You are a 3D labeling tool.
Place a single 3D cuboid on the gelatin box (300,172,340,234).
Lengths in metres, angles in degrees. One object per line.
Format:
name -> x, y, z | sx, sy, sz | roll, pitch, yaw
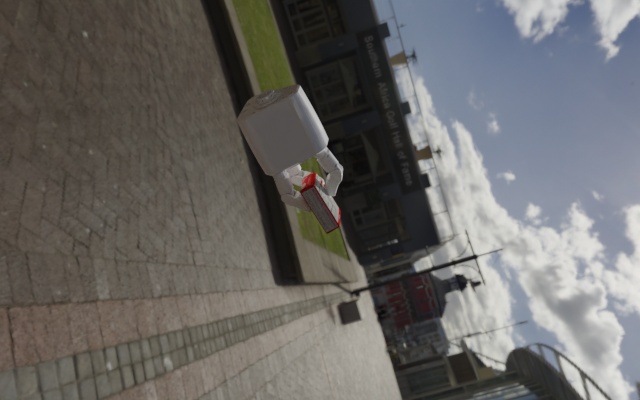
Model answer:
gelatin box -> 0.001, 0.003, 0.815 | 0.030, 0.089, 0.073 | -29, 16, 12
